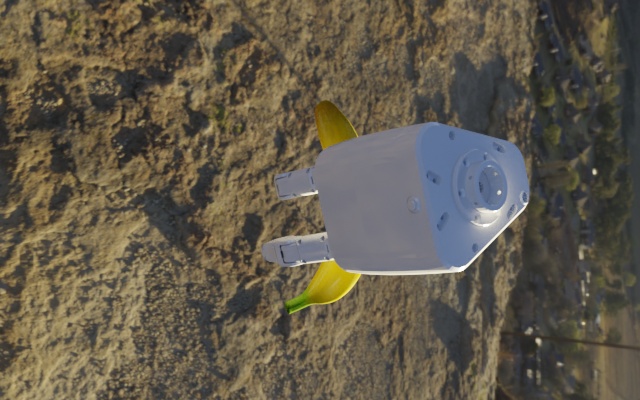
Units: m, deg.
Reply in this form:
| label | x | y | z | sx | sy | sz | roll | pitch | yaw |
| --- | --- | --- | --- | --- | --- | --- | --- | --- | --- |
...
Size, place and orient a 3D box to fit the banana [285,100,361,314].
| label | x | y | z | sx | sy | sz | roll | pitch | yaw |
| --- | --- | --- | --- | --- | --- | --- | --- | --- | --- |
| banana | 0.017 | 0.008 | 0.436 | 0.069 | 0.198 | 0.037 | 11 | -7 | -19 |
